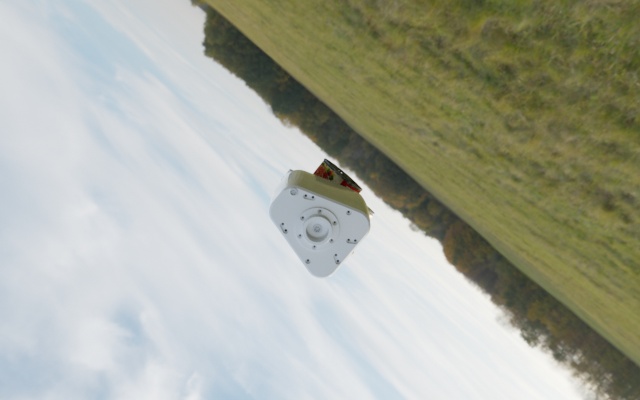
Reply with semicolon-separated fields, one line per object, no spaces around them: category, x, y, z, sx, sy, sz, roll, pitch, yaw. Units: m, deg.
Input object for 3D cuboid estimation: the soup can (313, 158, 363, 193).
soup can;0.000;0.002;0.660;0.068;0.102;0.068;39;9;-7
